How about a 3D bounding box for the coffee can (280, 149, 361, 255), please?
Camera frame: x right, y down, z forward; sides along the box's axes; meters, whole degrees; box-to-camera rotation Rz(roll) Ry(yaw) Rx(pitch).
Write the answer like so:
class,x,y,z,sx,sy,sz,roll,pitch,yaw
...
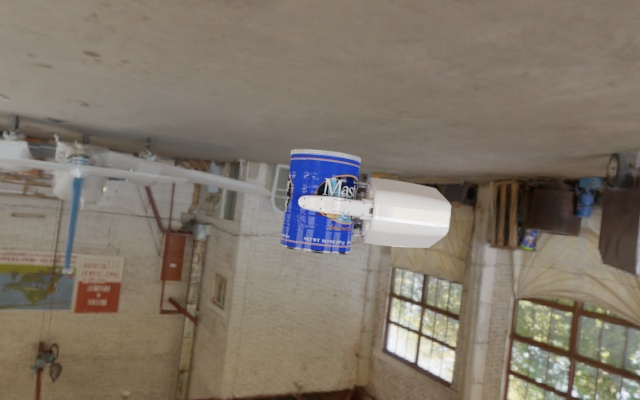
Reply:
class,x,y,z,sx,sy,sz,roll,pitch,yaw
coffee can,0.000,0.002,0.695,0.103,0.140,0.103,7,-1,0
